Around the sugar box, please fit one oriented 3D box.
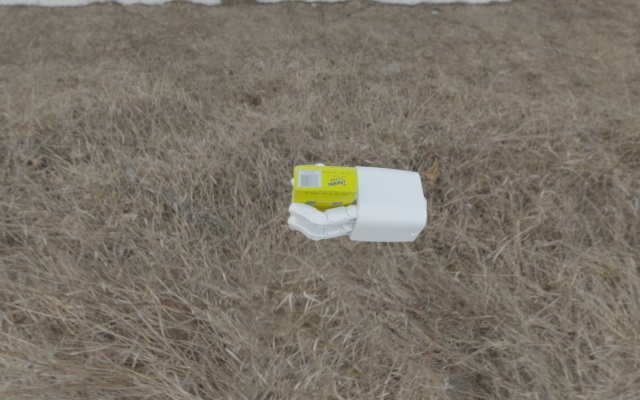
[{"bbox_3d":[0.000,0.003,0.761,0.093,0.048,0.176,2,-25,-4],"label":"sugar box"}]
